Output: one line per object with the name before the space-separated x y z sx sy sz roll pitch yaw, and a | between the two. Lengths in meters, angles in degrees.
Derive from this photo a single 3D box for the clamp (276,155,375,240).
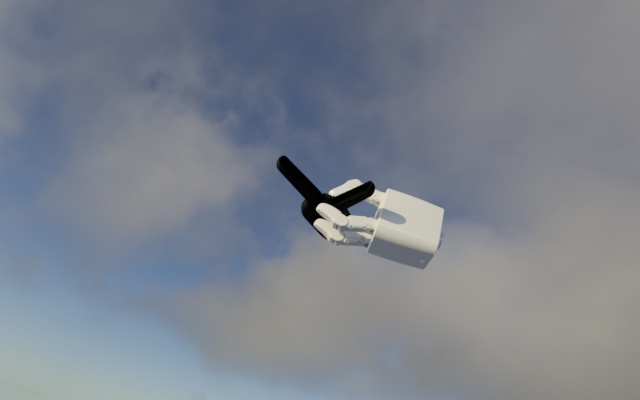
clamp | 0.001 0.002 0.830 0.164 0.036 0.210 21 -29 7
